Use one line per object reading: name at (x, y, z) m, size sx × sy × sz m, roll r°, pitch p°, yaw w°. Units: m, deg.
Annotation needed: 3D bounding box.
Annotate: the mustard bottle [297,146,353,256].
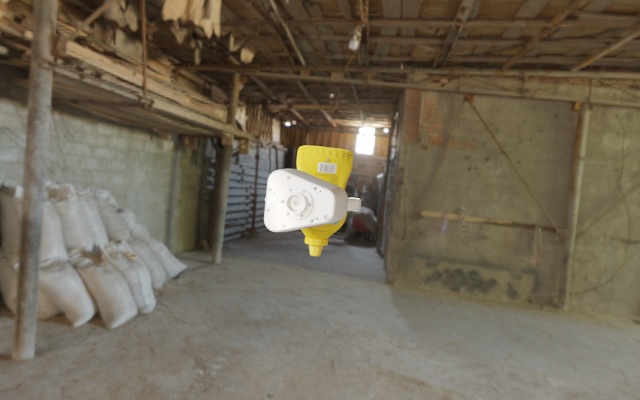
mustard bottle at (0.000, 0.002, 0.844) m, size 0.096 × 0.191 × 0.058 m, roll 5°, pitch 3°, yaw -13°
